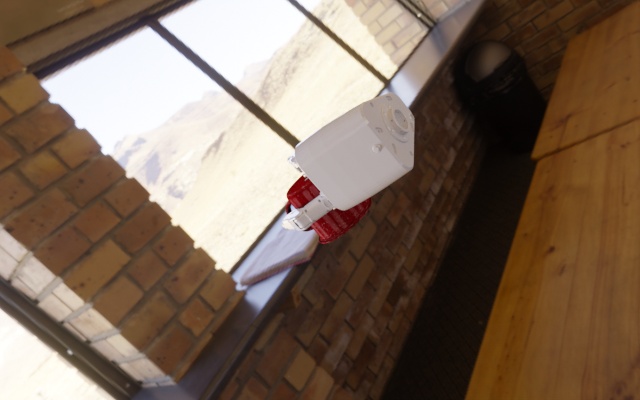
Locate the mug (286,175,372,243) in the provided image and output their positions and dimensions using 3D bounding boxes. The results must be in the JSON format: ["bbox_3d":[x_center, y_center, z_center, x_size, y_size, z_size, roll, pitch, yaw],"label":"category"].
[{"bbox_3d":[-0.001,0.003,0.651,0.117,0.081,0.093,-31,16,36],"label":"mug"}]
